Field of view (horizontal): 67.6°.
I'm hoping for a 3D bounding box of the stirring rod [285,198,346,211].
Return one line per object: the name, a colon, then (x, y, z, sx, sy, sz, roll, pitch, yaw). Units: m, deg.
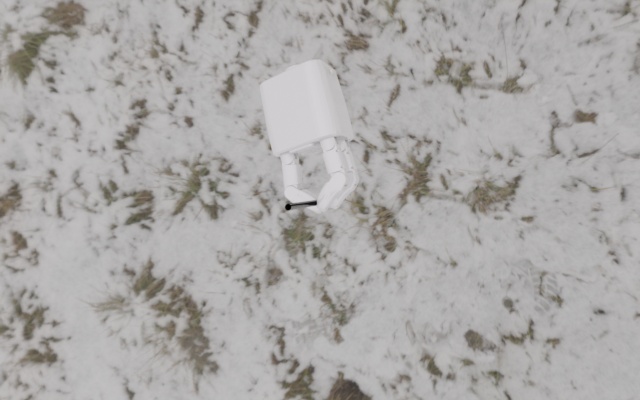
stirring rod: (0.000, 0.002, 0.663, 0.011, 0.011, 0.239, 0, 3, 18)
